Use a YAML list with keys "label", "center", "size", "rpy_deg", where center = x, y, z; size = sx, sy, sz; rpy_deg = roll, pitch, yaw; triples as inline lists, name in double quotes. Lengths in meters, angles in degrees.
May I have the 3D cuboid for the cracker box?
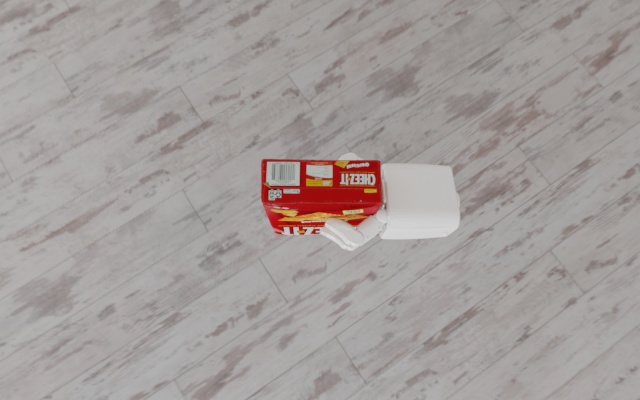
- label: "cracker box"
  center: [0.000, 0.002, 0.737]
  size: [0.164, 0.072, 0.214]
  rpy_deg: [0, -15, -1]
